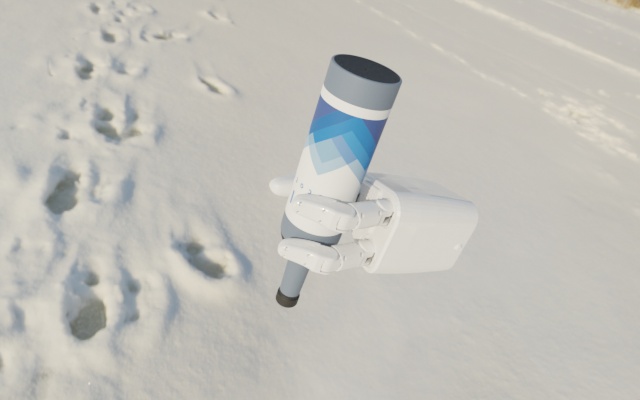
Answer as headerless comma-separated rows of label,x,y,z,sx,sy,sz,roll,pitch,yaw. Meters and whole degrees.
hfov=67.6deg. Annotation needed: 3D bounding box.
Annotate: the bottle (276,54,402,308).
bottle,0.000,0.001,0.499,0.069,0.296,0.069,14,32,-9
